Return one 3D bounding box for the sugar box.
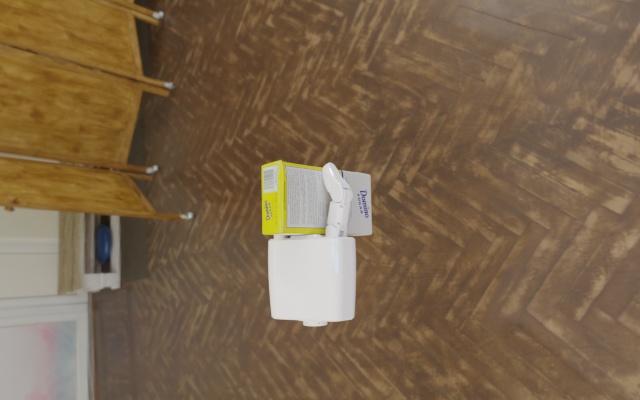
[{"bbox_3d":[0.000,0.002,0.661,0.048,0.093,0.176,-7,-9,42],"label":"sugar box"}]
